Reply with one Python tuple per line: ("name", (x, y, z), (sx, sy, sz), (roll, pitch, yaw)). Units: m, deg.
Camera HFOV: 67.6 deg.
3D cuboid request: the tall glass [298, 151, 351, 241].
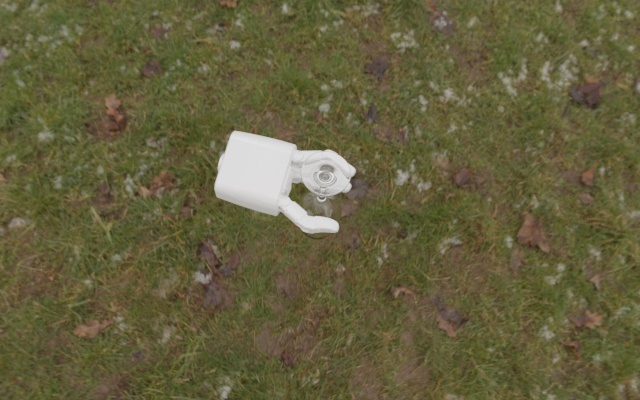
("tall glass", (0.000, 0.002, 0.785), (0.079, 0.079, 0.201), (0, -26, -5))
